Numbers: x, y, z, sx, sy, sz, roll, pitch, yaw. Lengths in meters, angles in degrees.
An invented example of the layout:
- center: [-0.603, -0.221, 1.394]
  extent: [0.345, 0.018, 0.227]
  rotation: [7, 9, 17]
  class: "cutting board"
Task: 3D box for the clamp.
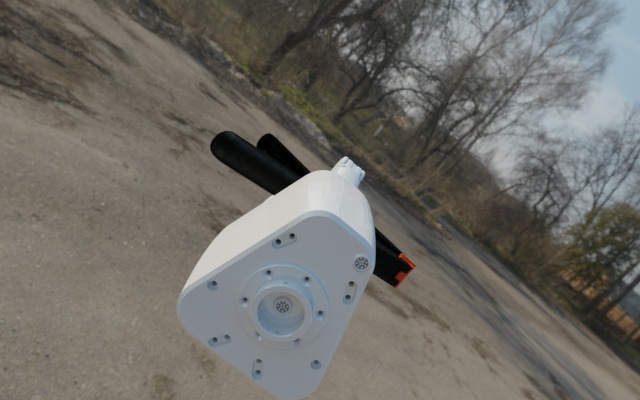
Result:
- center: [0.001, 0.001, 0.455]
  extent: [0.210, 0.036, 0.164]
  rotation: [39, 11, -7]
  class: "clamp"
